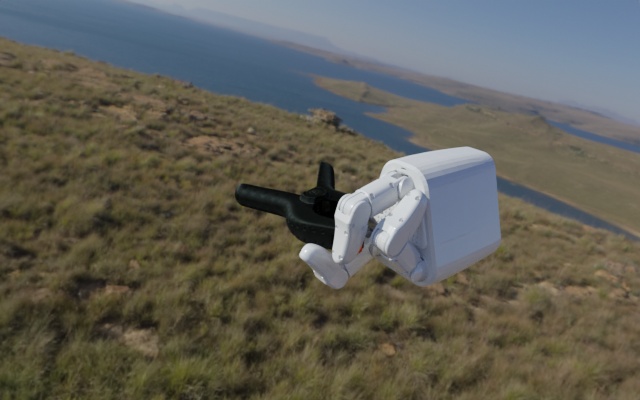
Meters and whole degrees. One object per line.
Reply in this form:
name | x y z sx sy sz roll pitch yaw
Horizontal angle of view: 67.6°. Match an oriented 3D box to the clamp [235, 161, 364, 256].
clamp | 0.000 0.001 0.497 0.120 0.039 0.171 -28 38 -28
